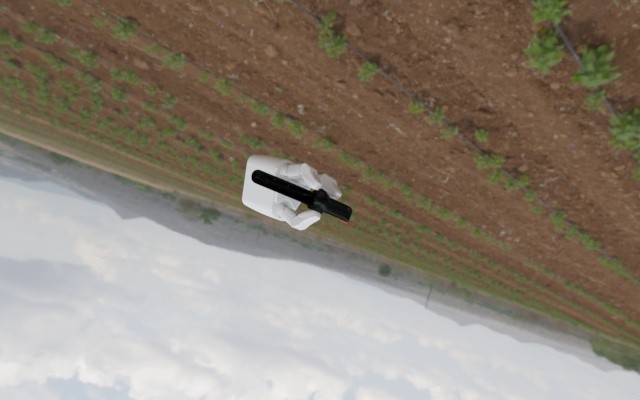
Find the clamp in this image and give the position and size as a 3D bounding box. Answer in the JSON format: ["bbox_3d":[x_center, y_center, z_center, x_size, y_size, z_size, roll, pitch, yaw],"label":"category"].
[{"bbox_3d":[0.000,0.004,0.837,0.164,0.036,0.210,19,-5,46],"label":"clamp"}]
